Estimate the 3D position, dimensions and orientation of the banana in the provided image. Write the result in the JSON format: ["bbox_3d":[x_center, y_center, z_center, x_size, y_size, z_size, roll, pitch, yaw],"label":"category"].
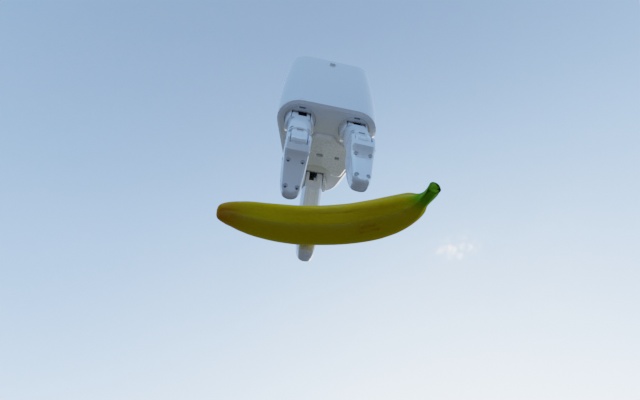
[{"bbox_3d":[0.008,0.013,0.433,0.198,0.037,0.070,-7,-44,11],"label":"banana"}]
